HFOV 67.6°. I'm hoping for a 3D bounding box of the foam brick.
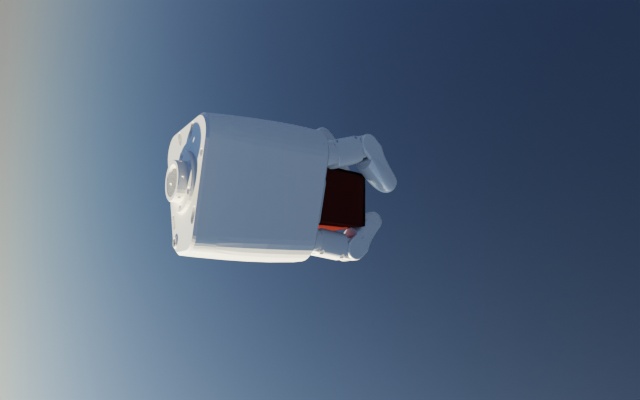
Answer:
[{"bbox_3d":[0.000,0.002,0.462,0.051,0.053,0.078,9,-14,-34],"label":"foam brick"}]
